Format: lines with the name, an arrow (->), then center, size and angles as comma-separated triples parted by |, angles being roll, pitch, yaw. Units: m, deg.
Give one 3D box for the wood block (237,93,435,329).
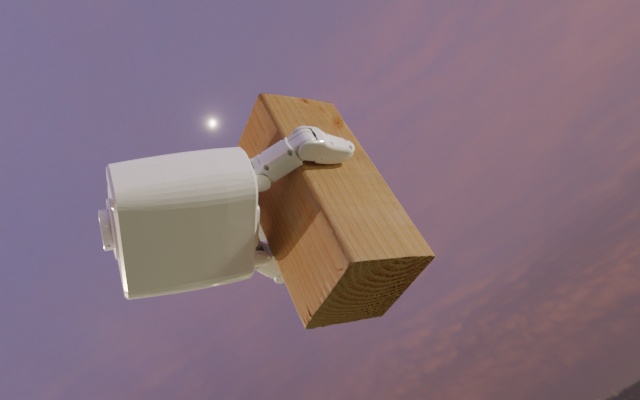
wood block -> 0.000, 0.001, 0.444 | 0.090, 0.206, 0.091 | 1, -44, -35
